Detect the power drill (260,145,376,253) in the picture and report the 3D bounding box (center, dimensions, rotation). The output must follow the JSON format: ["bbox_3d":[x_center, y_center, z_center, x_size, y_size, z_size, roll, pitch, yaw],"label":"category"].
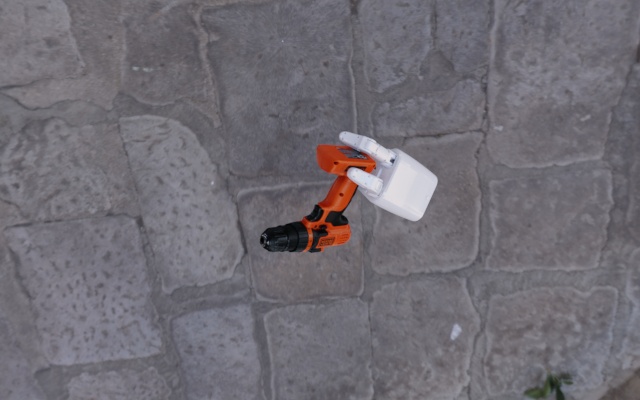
[{"bbox_3d":[0.001,0.002,0.777,0.184,0.188,0.057,-4,38,-44],"label":"power drill"}]
